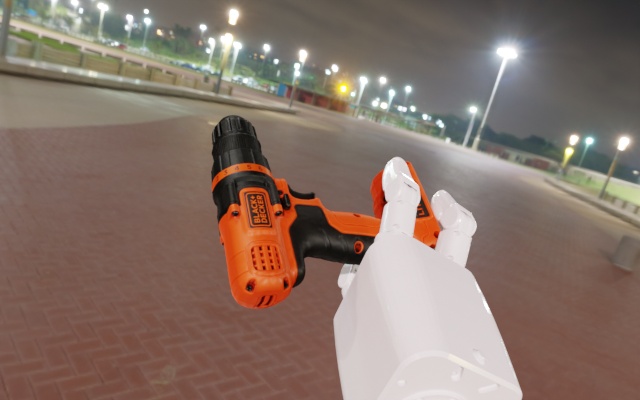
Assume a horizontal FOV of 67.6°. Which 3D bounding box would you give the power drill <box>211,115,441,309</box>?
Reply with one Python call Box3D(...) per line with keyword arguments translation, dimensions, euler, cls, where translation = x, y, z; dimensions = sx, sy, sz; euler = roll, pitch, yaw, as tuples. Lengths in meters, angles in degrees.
Box3D(translation=(0.001, 0.002, 0.420), dimensions=(0.187, 0.184, 0.057), euler=(0, -35, -22), cls="power drill")
